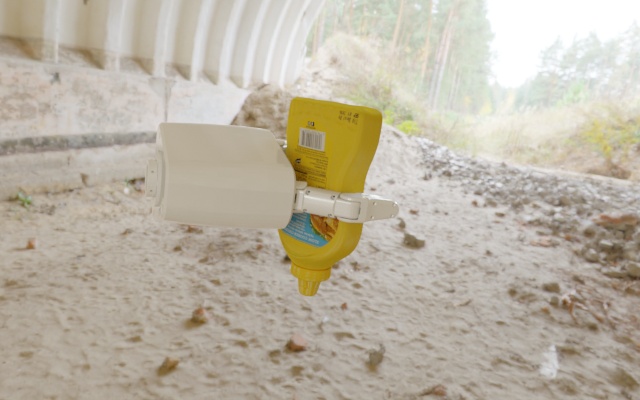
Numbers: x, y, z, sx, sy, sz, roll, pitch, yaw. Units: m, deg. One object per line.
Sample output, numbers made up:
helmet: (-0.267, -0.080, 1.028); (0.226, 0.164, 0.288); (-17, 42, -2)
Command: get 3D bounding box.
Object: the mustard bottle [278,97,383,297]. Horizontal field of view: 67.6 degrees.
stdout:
mustard bottle: (0.000, 0.001, 0.462); (0.096, 0.192, 0.058); (19, 16, 40)
